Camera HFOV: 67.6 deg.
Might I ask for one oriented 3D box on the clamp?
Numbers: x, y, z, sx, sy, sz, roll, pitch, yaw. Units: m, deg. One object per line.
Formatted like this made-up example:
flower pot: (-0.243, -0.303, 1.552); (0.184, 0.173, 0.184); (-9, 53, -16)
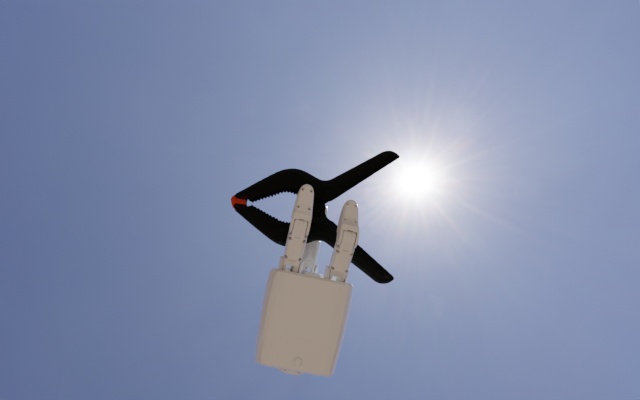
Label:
clamp: (-0.001, 0.002, 0.582); (0.210, 0.164, 0.036); (12, -11, -6)
